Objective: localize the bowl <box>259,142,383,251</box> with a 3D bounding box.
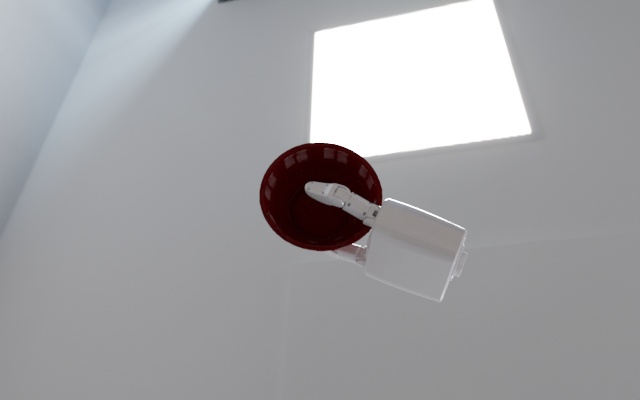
[{"bbox_3d":[-0.001,0.002,0.646,0.162,0.162,0.055,0,-27,-2],"label":"bowl"}]
